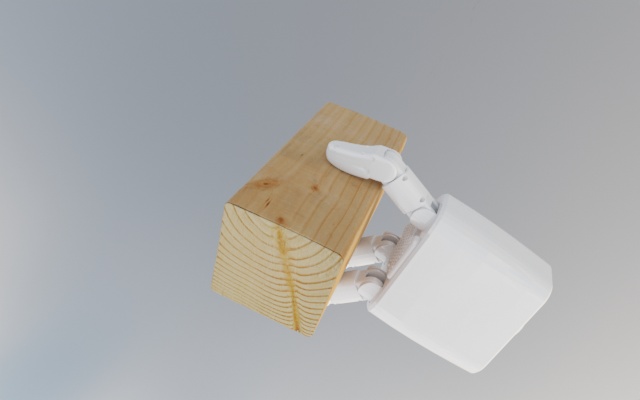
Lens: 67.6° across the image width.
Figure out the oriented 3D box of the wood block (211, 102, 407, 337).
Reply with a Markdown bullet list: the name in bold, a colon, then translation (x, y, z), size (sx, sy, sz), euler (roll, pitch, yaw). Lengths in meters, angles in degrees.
- **wood block**: translation (0.000, 0.001, 0.420), size (0.090, 0.091, 0.206), euler (24, 36, 8)
